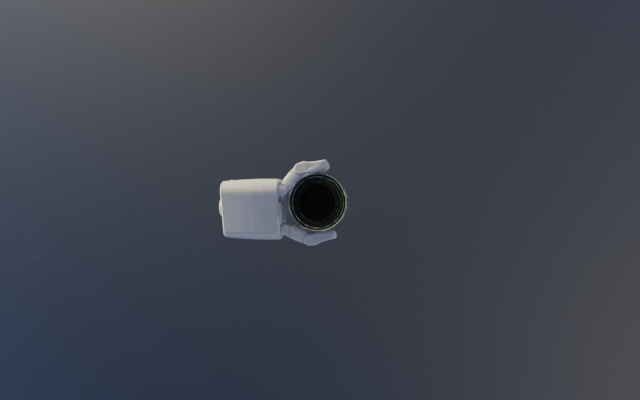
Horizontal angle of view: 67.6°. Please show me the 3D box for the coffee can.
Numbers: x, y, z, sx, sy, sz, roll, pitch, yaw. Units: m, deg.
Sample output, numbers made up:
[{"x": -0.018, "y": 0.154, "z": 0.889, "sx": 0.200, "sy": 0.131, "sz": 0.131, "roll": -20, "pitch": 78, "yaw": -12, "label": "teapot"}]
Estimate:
[{"x": 0.000, "y": 0.003, "z": 0.890, "sx": 0.103, "sy": 0.103, "sz": 0.140, "roll": 0, "pitch": 0, "yaw": 4, "label": "coffee can"}]
